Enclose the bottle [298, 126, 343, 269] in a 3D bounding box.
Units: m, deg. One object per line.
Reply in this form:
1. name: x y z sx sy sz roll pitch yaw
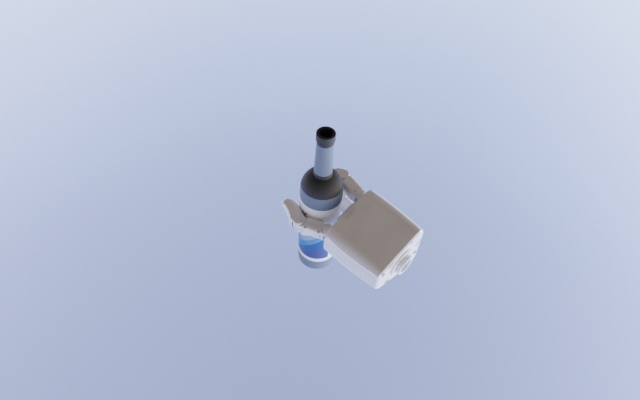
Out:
1. bottle: 0.000 0.003 0.758 0.069 0.069 0.296 0 -40 -4
